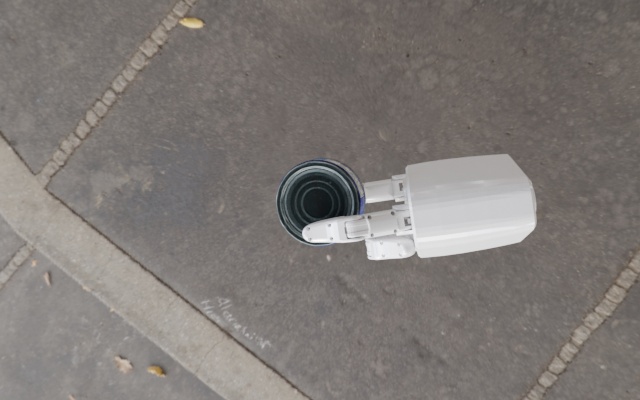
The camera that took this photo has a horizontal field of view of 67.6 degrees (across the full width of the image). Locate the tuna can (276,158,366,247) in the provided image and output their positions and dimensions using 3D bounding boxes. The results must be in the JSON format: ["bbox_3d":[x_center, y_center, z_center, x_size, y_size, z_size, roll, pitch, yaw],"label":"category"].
[{"bbox_3d":[0.000,0.002,0.472,0.086,0.086,0.033,0,7,14],"label":"tuna can"}]
